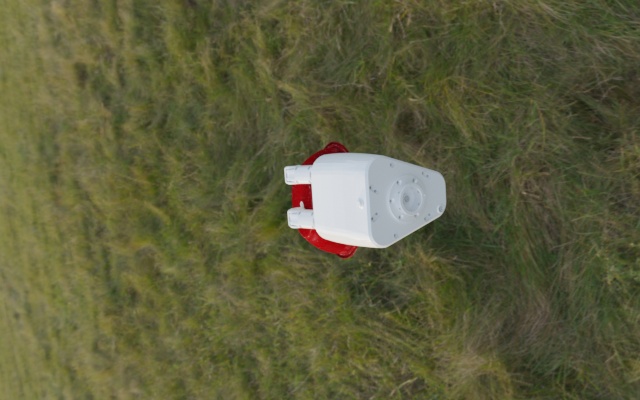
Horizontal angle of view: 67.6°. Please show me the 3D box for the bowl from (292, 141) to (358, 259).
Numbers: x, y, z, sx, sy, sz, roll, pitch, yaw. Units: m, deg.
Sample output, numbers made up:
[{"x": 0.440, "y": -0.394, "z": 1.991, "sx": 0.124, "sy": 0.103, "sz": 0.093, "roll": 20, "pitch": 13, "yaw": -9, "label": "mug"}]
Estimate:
[{"x": -0.001, "y": 0.002, "z": 0.649, "sx": 0.055, "sy": 0.162, "sz": 0.162, "roll": -6, "pitch": 2, "yaw": -19, "label": "bowl"}]
